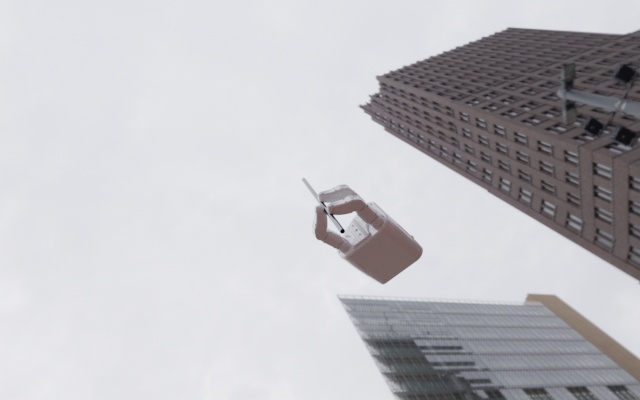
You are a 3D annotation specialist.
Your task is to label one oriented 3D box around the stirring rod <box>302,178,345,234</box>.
[{"bbox_3d":[0.000,0.003,0.818,0.011,0.011,0.239,0,21,-17],"label":"stirring rod"}]
